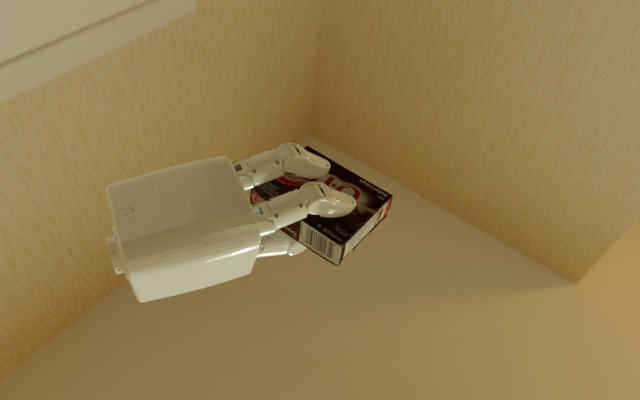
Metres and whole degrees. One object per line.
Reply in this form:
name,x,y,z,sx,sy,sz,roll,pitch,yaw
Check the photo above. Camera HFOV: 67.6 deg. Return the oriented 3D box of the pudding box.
pudding box,0.000,0.002,0.475,0.113,0.039,0.090,33,50,19
